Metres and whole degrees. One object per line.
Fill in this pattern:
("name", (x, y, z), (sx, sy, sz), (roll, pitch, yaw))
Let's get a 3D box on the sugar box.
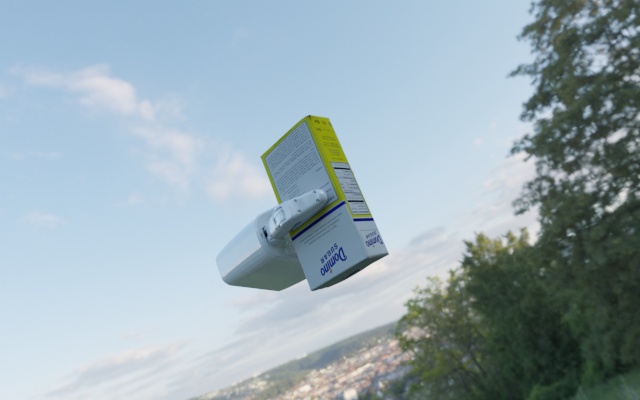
("sugar box", (0.000, 0.002, 0.537), (0.048, 0.176, 0.093), (-4, -25, -48))
